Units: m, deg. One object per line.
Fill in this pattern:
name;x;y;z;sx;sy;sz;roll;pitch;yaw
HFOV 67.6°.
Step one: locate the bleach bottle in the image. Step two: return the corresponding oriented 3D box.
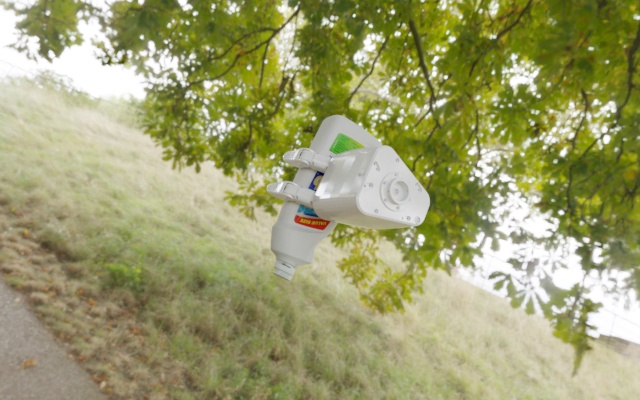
bleach bottle;0.000;0.002;0.714;0.102;0.250;0.068;31;-16;-23
